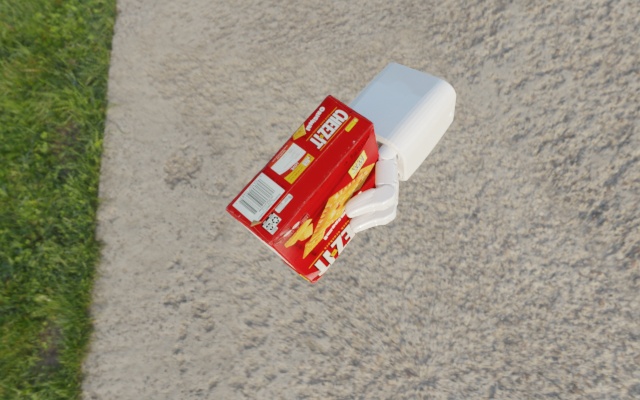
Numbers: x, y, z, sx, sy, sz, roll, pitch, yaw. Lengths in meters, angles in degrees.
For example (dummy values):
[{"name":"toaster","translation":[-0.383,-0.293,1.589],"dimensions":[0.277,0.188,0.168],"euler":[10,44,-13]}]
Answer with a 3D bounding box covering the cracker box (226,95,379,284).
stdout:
[{"name":"cracker box","translation":[0.000,0.002,0.572],"dimensions":[0.072,0.164,0.214],"euler":[37,-9,22]}]
